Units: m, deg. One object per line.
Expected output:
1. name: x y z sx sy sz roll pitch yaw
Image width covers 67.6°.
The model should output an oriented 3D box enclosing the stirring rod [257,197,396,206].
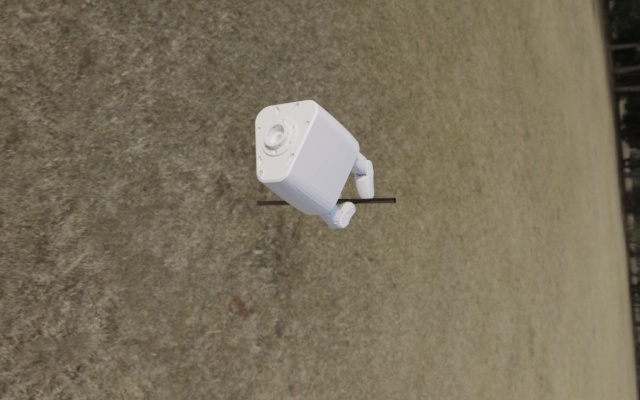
1. stirring rod: 0.000 0.002 0.721 0.239 0.011 0.011 -1 -1 32
